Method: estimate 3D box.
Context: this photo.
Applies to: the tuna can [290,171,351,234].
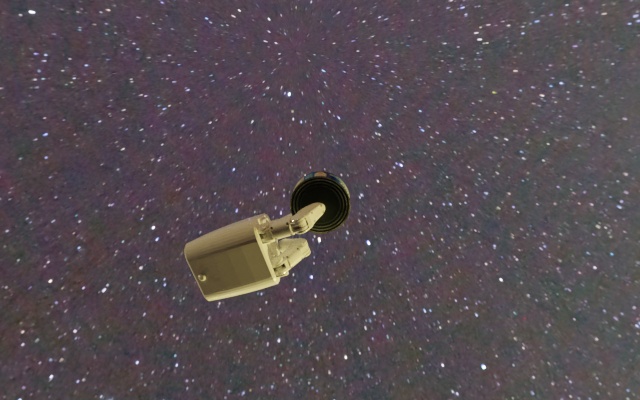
[{"bbox_3d":[0.000,0.002,0.687,0.086,0.086,0.033,0,19,3],"label":"tuna can"}]
